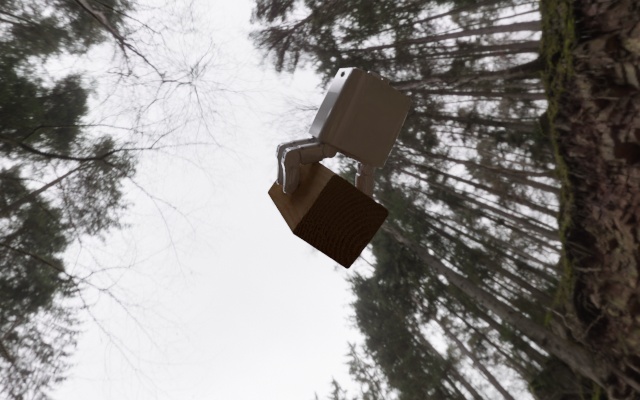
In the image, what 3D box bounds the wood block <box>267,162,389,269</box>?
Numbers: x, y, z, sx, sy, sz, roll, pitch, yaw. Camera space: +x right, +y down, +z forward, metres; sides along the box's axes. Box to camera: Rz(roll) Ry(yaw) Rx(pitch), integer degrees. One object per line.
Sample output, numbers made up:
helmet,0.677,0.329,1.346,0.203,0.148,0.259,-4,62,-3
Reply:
wood block,0.001,0.002,0.661,0.091,0.090,0.206,34,4,-20
